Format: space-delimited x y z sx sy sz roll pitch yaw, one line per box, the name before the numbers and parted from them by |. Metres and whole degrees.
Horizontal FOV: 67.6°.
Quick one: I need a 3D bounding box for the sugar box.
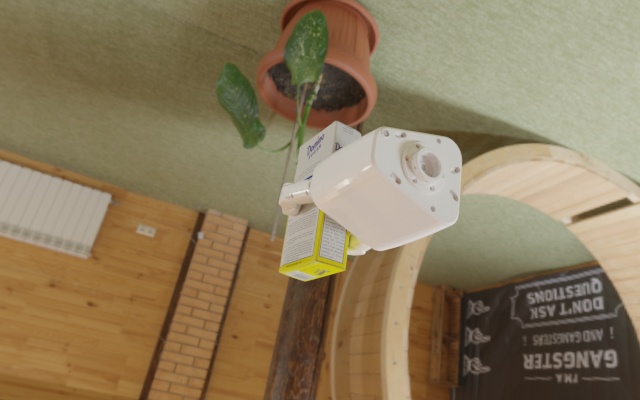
sugar box | 0.001 0.002 0.575 0.048 0.176 0.093 23 -26 -25
